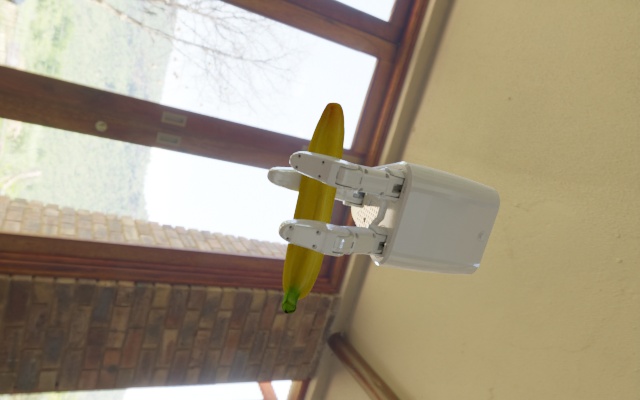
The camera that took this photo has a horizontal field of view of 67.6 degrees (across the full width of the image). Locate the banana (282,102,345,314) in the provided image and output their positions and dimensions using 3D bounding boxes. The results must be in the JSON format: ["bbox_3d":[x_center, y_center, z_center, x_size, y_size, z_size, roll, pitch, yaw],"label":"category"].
[{"bbox_3d":[-0.004,0.008,0.456,0.037,0.197,0.069,13,-11,-10],"label":"banana"}]
